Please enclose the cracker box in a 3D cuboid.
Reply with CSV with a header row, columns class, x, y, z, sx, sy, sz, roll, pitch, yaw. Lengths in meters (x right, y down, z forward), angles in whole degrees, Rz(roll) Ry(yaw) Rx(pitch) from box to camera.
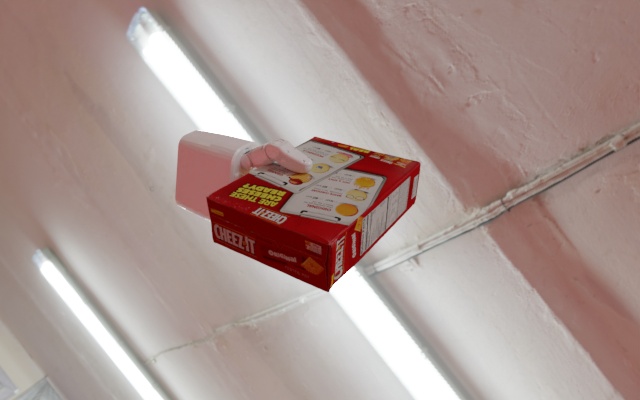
class,x,y,z,sx,sy,sz,roll,pitch,yaw
cracker box,0.000,0.002,0.574,0.164,0.072,0.213,18,35,29
